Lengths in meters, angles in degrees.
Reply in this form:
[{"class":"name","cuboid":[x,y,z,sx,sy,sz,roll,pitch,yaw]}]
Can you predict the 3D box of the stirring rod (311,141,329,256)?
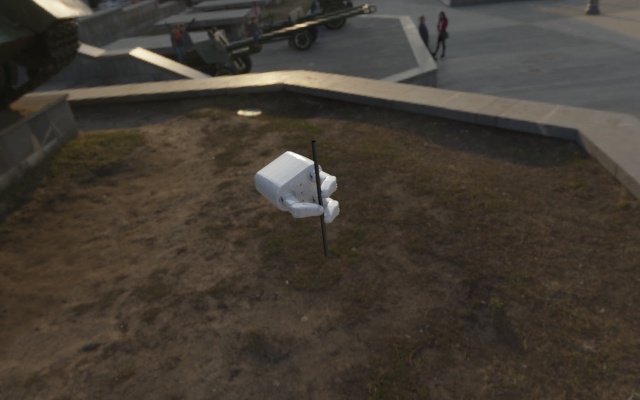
[{"class":"stirring rod","cuboid":[0.000,0.003,0.880,0.011,0.240,0.011,-5,29,3]}]
